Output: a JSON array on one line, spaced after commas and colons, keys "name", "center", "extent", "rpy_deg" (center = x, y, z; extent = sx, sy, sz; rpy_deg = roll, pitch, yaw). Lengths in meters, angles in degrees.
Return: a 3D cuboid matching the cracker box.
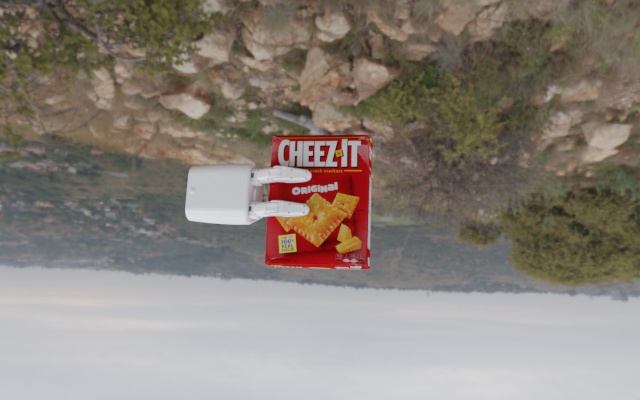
[{"name": "cracker box", "center": [0.000, 0.003, 0.778], "extent": [0.164, 0.213, 0.072], "rpy_deg": [1, -10, 8]}]
